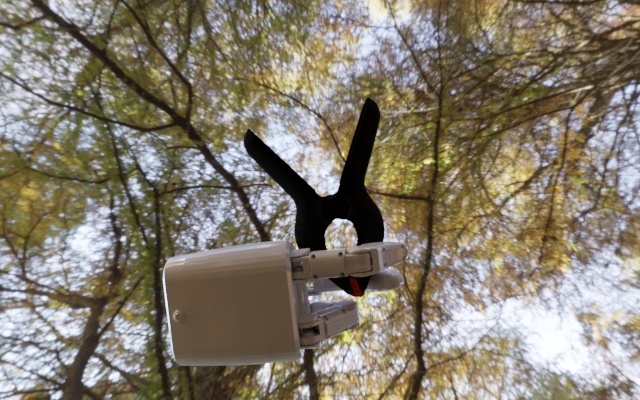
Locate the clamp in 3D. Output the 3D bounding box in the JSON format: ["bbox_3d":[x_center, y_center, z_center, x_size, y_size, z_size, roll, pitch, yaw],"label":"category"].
[{"bbox_3d":[0.000,0.001,0.419,0.120,0.171,0.039,-6,1,4],"label":"clamp"}]
